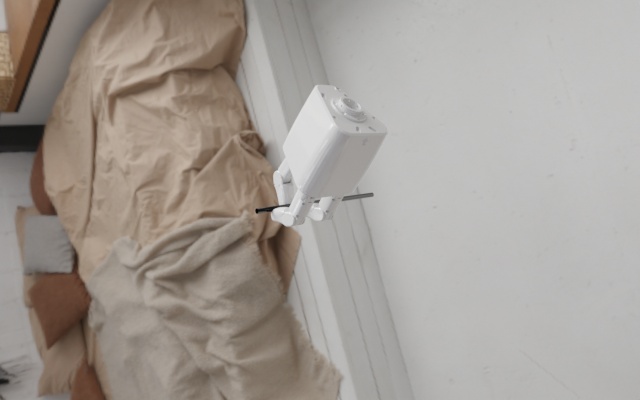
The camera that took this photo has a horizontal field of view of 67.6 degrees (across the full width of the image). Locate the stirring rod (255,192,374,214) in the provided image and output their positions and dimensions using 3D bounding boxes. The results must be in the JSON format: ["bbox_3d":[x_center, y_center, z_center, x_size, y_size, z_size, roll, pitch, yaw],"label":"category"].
[{"bbox_3d":[0.000,0.002,0.748,0.239,0.011,0.011,-8,5,-41],"label":"stirring rod"}]
